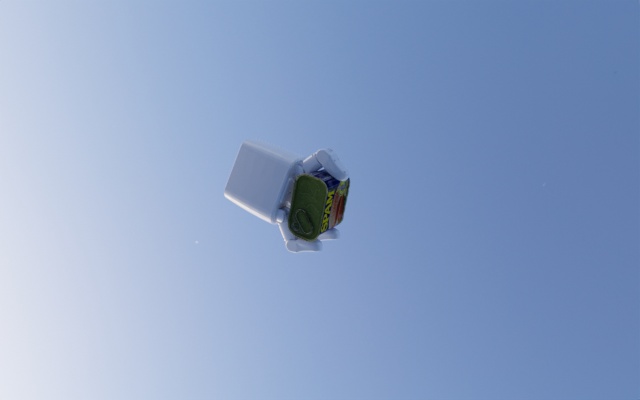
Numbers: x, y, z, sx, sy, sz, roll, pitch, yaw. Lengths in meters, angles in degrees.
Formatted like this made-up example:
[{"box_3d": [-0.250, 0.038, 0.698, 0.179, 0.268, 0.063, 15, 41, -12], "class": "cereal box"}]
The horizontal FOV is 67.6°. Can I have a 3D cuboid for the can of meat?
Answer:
[{"box_3d": [0.000, 0.002, 0.744, 0.057, 0.102, 0.084, 21, 23, 25], "class": "can of meat"}]
